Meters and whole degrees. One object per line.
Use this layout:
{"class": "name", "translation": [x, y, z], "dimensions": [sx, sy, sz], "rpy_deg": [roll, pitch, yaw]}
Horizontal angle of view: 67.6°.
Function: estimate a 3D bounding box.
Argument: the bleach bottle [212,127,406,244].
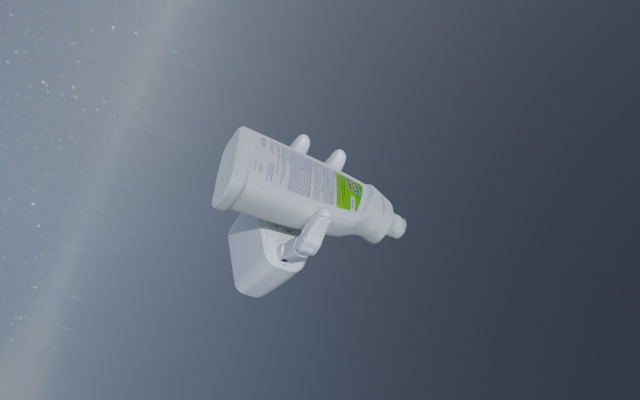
{"class": "bleach bottle", "translation": [0.000, 0.002, 0.589], "dimensions": [0.251, 0.102, 0.068], "rpy_deg": [22, -39, -24]}
